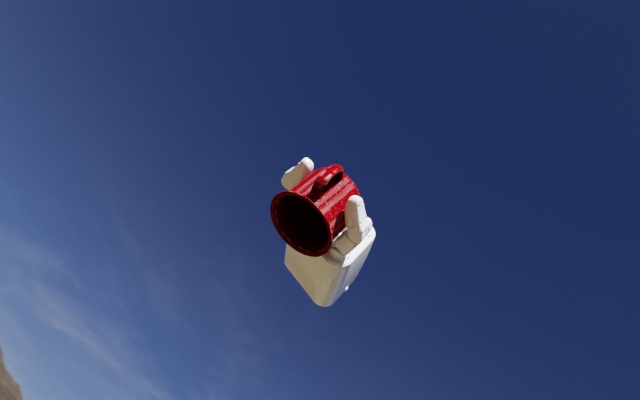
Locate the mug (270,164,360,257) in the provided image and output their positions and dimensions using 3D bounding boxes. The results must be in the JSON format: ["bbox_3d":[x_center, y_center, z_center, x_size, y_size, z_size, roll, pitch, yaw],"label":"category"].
[{"bbox_3d":[0.000,0.001,0.592,0.093,0.117,0.081,33,46,17],"label":"mug"}]
